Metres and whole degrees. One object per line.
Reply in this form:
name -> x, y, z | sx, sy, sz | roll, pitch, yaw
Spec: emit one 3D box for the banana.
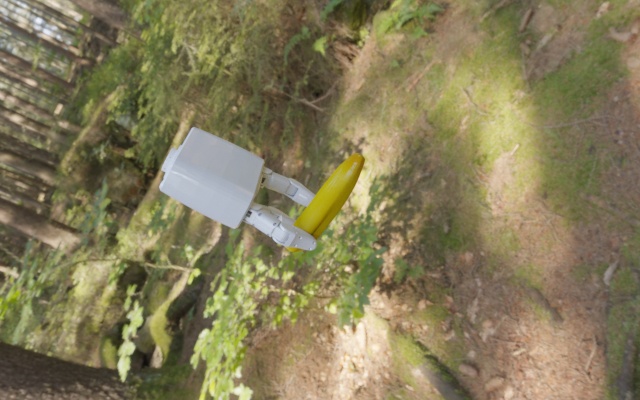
banana -> -0.005, 0.016, 0.640 | 0.037, 0.069, 0.198 | 29, -48, -12
